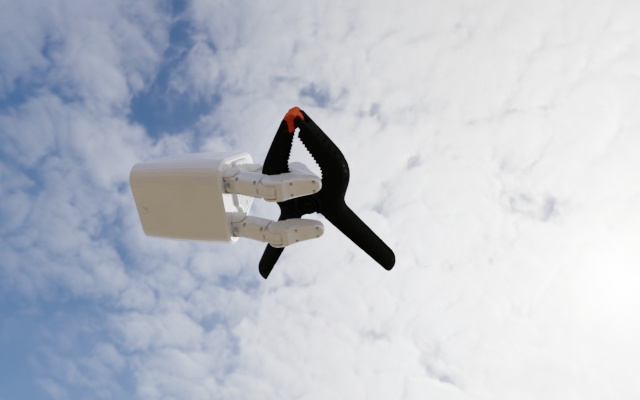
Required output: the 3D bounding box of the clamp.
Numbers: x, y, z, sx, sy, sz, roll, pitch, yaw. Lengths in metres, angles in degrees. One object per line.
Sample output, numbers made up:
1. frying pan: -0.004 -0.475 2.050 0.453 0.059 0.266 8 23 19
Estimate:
1. clamp: 0.000 0.001 0.525 0.164 0.210 0.036 0 29 8
